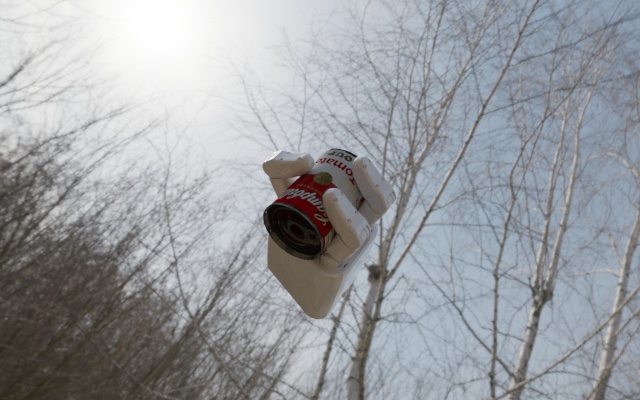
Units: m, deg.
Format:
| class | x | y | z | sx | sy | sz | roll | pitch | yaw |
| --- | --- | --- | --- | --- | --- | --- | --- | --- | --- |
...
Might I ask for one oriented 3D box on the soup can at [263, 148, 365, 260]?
| class | x | y | z | sx | sy | sz | roll | pitch | yaw |
| --- | --- | --- | --- | --- | --- | --- | --- | --- | --- |
| soup can | 0.000 | 0.001 | 0.480 | 0.068 | 0.068 | 0.102 | 0 | 36 | 42 |
